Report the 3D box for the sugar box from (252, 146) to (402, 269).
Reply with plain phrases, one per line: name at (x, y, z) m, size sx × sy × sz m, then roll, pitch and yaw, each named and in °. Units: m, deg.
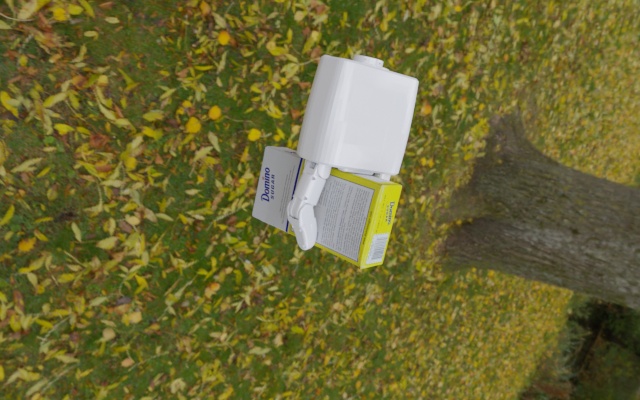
sugar box at (0.001, 0.002, 0.547) m, size 0.176 × 0.093 × 0.048 m, roll 23°, pitch 16°, yaw 40°
